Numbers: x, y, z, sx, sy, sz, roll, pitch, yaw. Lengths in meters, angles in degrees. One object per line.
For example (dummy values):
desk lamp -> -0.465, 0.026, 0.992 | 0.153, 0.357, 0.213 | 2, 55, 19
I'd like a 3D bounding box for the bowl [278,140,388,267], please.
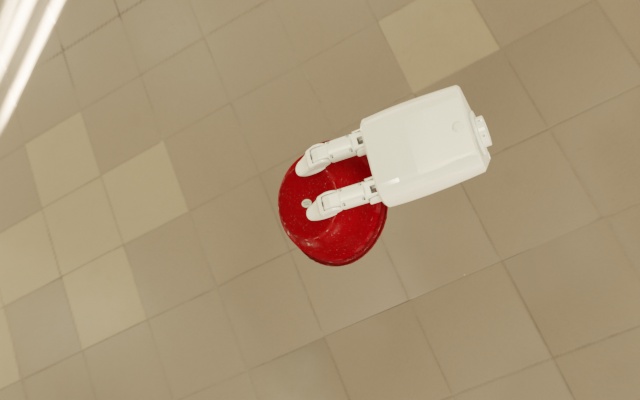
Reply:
bowl -> -0.001, 0.003, 0.588 | 0.162, 0.162, 0.055 | 0, -2, 37
